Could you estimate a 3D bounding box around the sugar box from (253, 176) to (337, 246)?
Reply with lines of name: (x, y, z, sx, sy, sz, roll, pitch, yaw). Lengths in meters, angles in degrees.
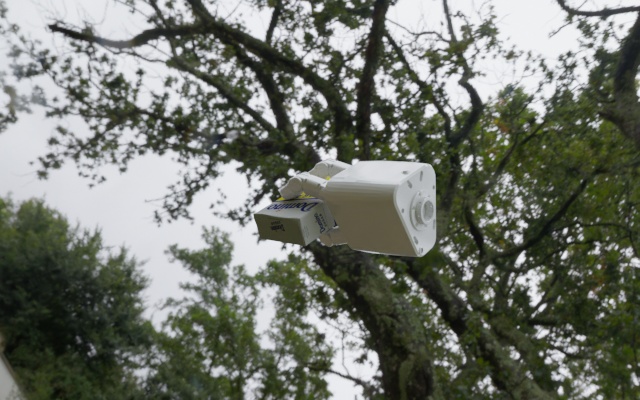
sugar box: (0.000, 0.002, 0.682, 0.093, 0.048, 0.176, 4, 25, 43)
